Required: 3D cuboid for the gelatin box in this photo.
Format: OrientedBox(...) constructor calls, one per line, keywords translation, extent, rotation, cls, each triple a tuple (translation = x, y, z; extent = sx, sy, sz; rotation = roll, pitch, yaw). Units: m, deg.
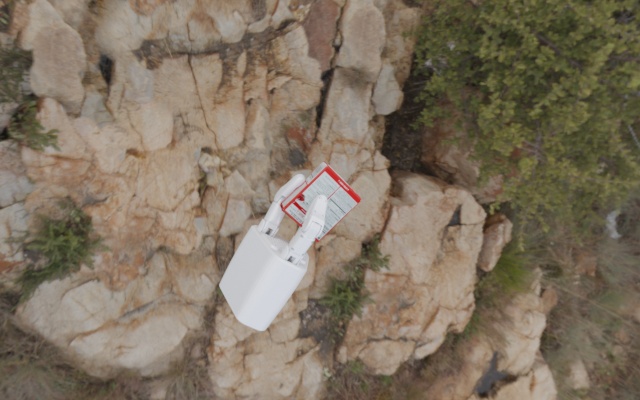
OrientedBox(translation=(0.000, 0.002, 0.666), extent=(0.073, 0.089, 0.030), rotation=(43, 7, -21), cls="gelatin box")
